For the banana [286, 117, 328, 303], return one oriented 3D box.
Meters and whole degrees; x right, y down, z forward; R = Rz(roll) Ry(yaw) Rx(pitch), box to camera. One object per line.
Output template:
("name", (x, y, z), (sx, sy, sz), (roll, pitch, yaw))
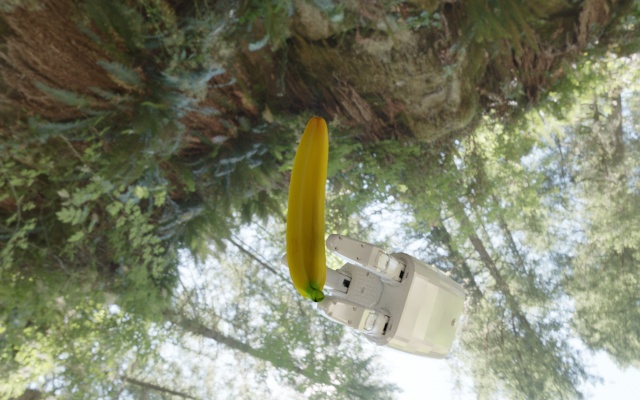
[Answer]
("banana", (-0.009, 0.013, 0.467), (0.037, 0.197, 0.070), (13, -33, -25))
